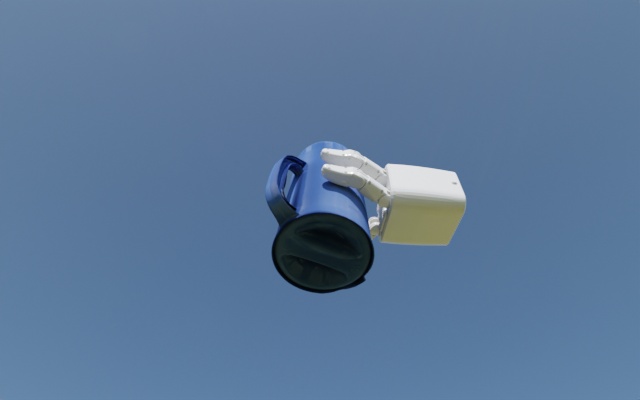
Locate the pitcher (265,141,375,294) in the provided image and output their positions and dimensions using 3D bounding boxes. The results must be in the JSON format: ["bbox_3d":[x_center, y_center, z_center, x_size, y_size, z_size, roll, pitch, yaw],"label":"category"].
[{"bbox_3d":[0.000,0.002,0.705,0.145,0.149,0.242,4,33,-1],"label":"pitcher"}]
